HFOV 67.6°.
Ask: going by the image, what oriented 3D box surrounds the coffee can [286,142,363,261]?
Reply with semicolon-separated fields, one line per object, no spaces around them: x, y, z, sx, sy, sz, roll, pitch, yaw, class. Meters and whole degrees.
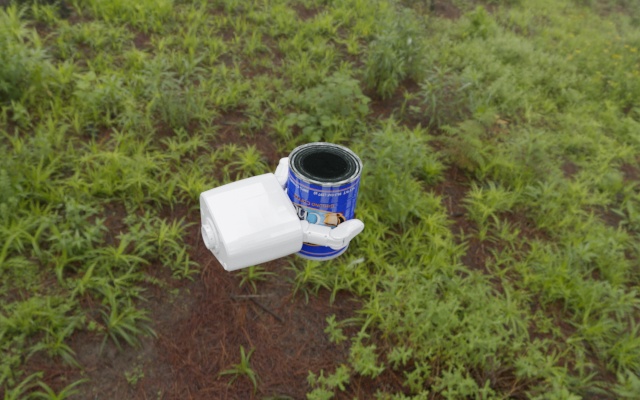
0.000;0.002;0.692;0.103;0.140;0.102;4;39;-3;coffee can
